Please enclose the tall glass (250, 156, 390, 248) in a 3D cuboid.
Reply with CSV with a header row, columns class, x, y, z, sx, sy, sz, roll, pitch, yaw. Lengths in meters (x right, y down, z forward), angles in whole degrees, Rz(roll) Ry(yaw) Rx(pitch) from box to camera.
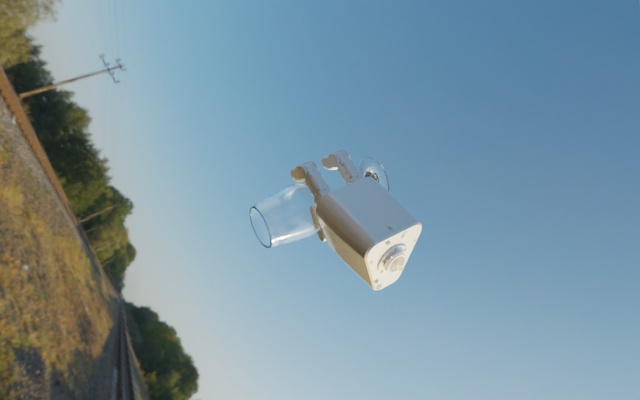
class,x,y,z,sx,sy,sz,roll,pitch,yaw
tall glass,0.001,0.002,0.694,0.201,0.079,0.079,-23,10,-25
